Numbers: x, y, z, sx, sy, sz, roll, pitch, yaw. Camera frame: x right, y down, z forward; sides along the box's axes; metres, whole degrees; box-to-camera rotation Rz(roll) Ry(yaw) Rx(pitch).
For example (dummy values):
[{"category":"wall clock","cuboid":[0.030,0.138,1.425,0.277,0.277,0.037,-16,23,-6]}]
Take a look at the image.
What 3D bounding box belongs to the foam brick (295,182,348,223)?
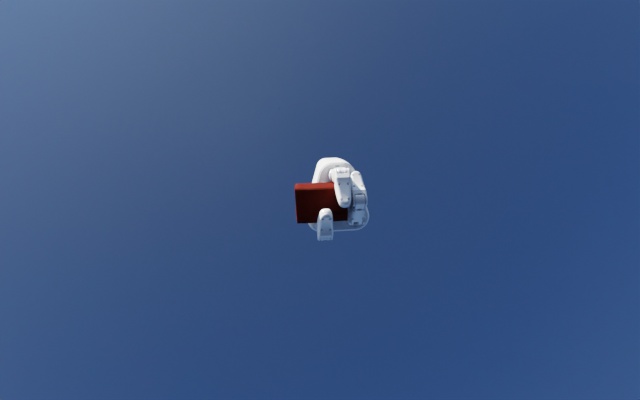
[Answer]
[{"category":"foam brick","cuboid":[0.000,0.002,0.716,0.078,0.053,0.051,-2,12,-5]}]
